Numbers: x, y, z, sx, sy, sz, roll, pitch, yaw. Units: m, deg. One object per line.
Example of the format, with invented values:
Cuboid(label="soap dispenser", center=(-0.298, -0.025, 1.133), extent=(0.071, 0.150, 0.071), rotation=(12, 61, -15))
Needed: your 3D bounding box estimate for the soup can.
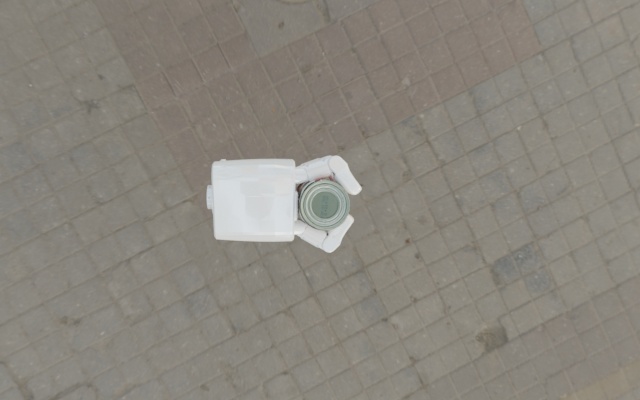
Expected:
Cuboid(label="soup can", center=(0.001, 0.002, 0.655), extent=(0.068, 0.068, 0.102), rotation=(0, 4, -7))
